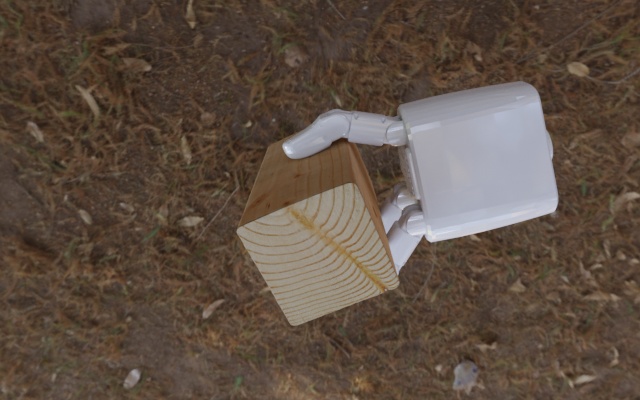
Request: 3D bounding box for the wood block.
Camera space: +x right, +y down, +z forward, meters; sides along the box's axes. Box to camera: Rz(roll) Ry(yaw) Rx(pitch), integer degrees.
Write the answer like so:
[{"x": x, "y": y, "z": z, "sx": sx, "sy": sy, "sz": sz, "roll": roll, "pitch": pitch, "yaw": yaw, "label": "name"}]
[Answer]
[{"x": 0.000, "y": 0.001, "z": 0.427, "sx": 0.090, "sy": 0.091, "sz": 0.206, "roll": -22, "pitch": 20, "yaw": 9, "label": "wood block"}]
